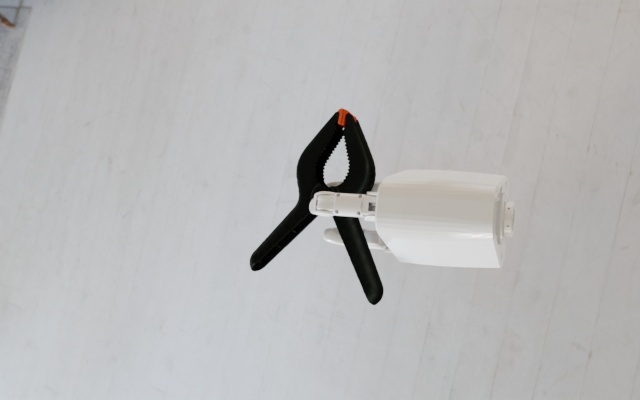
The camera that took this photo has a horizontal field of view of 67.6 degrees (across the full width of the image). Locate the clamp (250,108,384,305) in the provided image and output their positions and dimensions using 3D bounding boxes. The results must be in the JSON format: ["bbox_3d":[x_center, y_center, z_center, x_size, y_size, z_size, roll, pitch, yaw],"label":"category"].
[{"bbox_3d":[0.000,0.001,0.540,0.164,0.210,0.036,3,-6,24],"label":"clamp"}]
